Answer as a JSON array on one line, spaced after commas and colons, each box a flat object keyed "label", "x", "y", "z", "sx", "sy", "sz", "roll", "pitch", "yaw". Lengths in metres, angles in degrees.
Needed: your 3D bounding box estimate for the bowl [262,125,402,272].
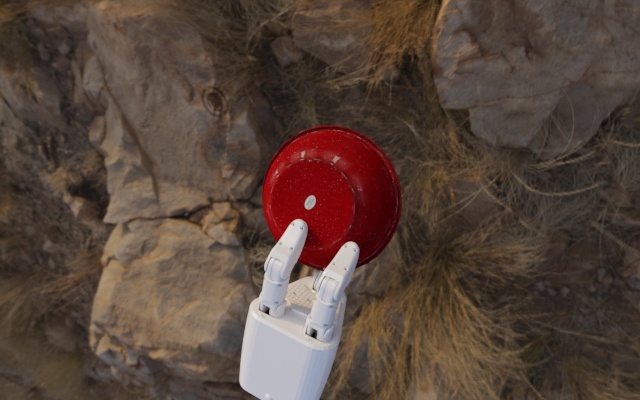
[{"label": "bowl", "x": 0.000, "y": 0.000, "z": 0.498, "sx": 0.162, "sy": 0.162, "sz": 0.055, "roll": 0, "pitch": 5, "yaw": 20}]
